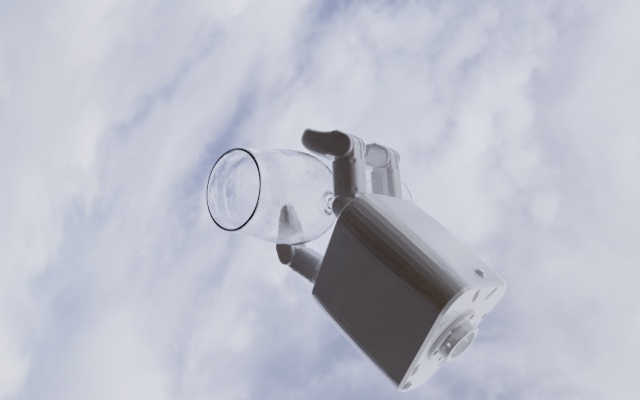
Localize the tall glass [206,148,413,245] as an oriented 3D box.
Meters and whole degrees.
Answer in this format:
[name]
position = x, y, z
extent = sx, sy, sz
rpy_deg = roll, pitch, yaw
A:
[tall glass]
position = 0.000, 0.001, 0.422
extent = 0.079, 0.079, 0.201
rpy_deg = 0, -6, 41
